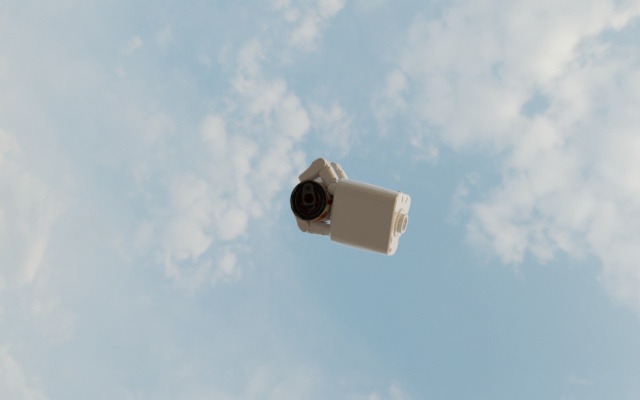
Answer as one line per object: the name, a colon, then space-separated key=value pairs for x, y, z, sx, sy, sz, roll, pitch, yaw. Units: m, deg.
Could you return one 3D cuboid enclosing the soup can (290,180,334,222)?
soup can: x=0.000 y=0.003 z=0.832 sx=0.068 sy=0.068 sz=0.102 roll=0 pitch=-3 yaw=24
